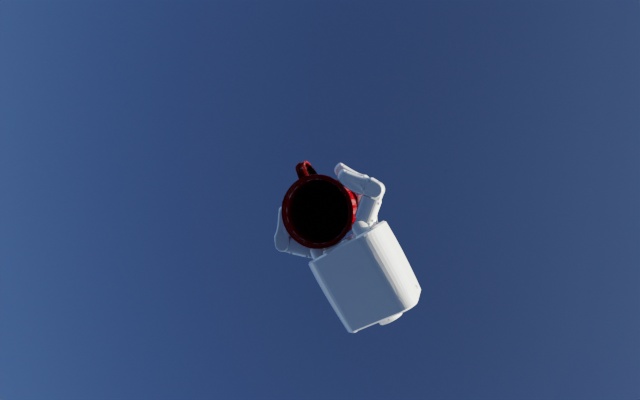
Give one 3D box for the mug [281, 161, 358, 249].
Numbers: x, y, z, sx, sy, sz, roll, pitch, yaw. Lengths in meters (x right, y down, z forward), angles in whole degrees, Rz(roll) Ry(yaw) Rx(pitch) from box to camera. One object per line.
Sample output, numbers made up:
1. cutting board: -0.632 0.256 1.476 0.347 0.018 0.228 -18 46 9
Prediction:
1. mug: -0.001 0.001 0.630 0.093 0.117 0.081 -29 -6 15
